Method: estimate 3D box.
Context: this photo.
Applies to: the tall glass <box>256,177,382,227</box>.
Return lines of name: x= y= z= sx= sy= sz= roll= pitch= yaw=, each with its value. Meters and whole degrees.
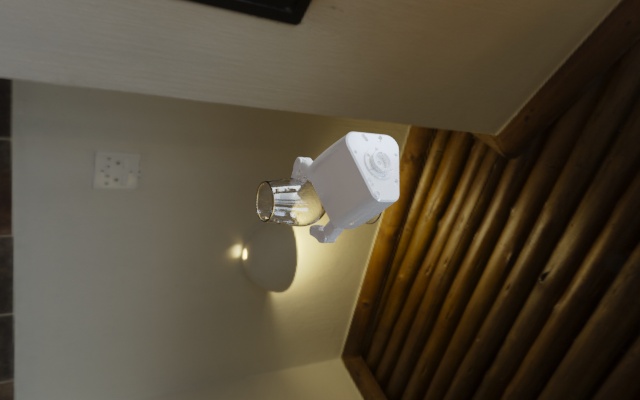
tall glass: x=0.001 y=0.003 z=0.767 sx=0.201 sy=0.079 sz=0.079 roll=1 pitch=0 yaw=-32
